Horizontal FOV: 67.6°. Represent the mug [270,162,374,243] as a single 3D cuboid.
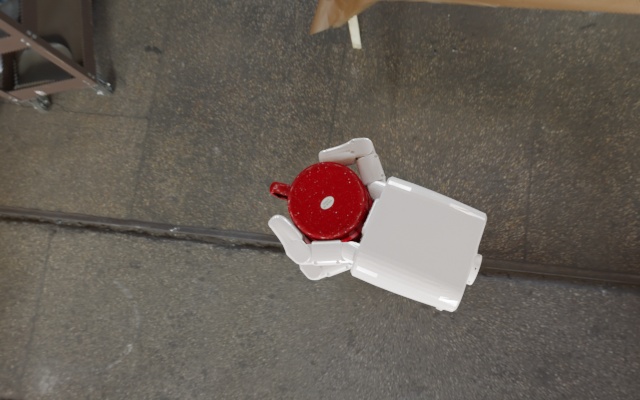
[{"bbox_3d":[-0.001,0.001,0.519,0.117,0.093,0.081,20,-6,11],"label":"mug"}]
